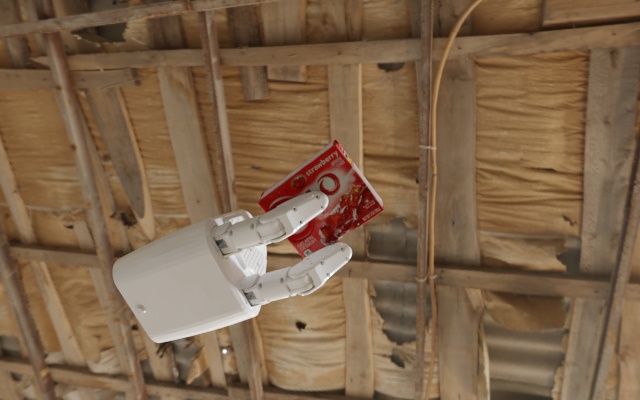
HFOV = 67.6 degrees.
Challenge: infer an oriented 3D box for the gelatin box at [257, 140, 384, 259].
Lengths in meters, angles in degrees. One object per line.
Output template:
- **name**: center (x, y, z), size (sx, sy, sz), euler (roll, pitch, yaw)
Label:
- **gelatin box**: center (0.000, 0.001, 0.428), size (0.089, 0.073, 0.030), euler (-35, 13, 13)
